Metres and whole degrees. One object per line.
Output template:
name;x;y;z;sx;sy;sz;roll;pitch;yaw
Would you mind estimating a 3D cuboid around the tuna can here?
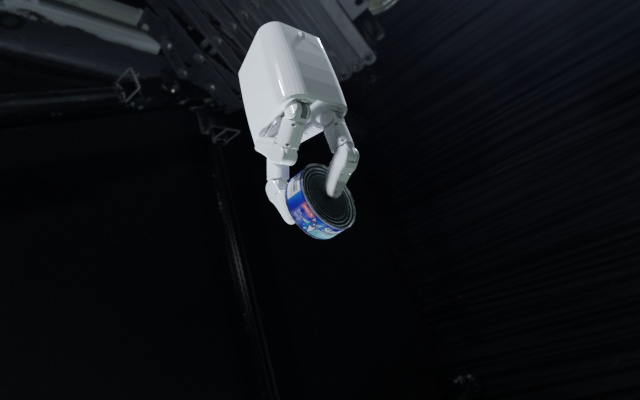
tuna can;0.000;0.002;0.558;0.034;0.086;0.086;-35;-21;34
